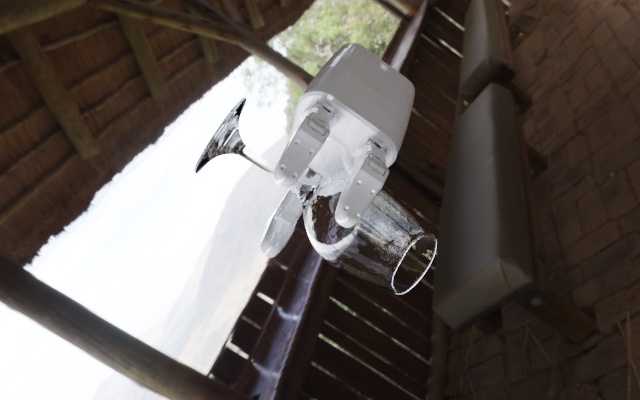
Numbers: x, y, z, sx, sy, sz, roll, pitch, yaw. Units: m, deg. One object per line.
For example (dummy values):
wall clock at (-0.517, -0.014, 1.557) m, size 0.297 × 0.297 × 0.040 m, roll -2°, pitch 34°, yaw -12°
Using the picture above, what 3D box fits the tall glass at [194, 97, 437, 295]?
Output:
tall glass at (-0.001, 0.001, 0.403) m, size 0.201 × 0.079 × 0.079 m, roll 34°, pitch -6°, yaw -8°
